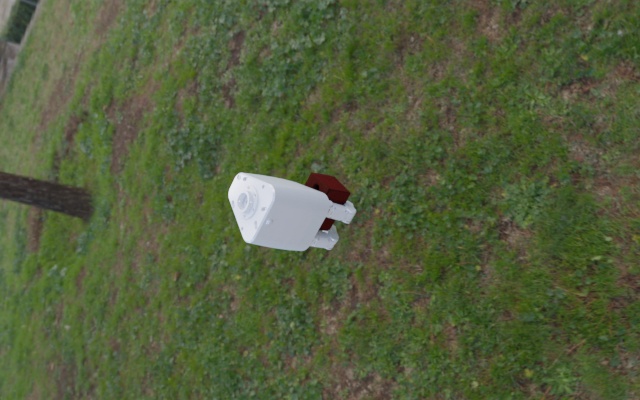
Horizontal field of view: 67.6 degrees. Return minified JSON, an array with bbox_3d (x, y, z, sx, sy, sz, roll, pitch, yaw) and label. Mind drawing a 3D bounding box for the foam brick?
[{"bbox_3d":[0.000,0.002,0.764,0.051,0.078,0.053,11,24,-44],"label":"foam brick"}]
